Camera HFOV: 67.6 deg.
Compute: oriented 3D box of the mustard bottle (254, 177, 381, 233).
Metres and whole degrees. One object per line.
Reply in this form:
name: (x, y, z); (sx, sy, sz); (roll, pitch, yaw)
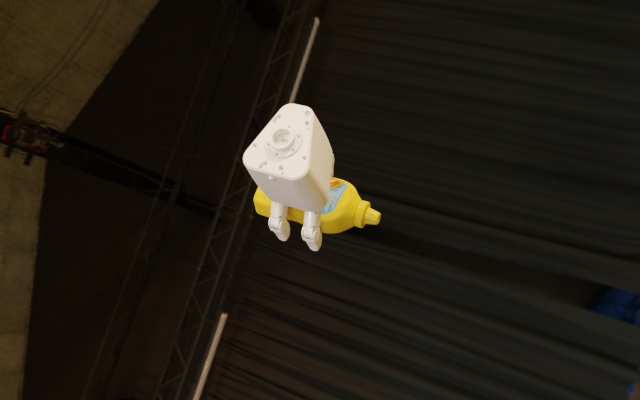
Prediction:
mustard bottle: (0.000, 0.003, 0.744); (0.191, 0.058, 0.096); (16, 48, 19)
